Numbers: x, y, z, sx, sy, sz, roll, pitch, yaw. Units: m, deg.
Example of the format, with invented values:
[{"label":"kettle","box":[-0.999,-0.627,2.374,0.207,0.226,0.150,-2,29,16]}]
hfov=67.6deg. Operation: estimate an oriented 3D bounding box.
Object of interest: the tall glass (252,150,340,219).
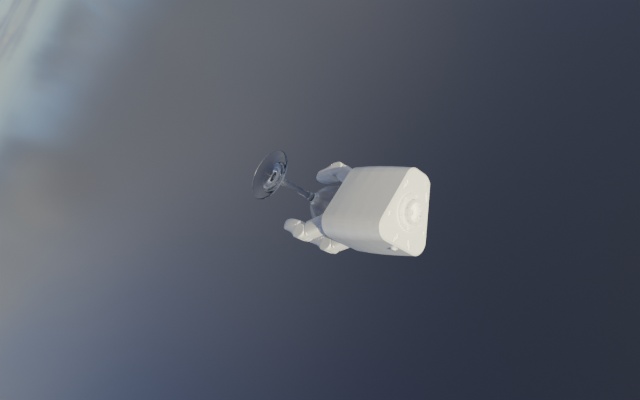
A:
[{"label":"tall glass","box":[0.000,0.002,0.712,0.201,0.079,0.079,28,-18,-37]}]
